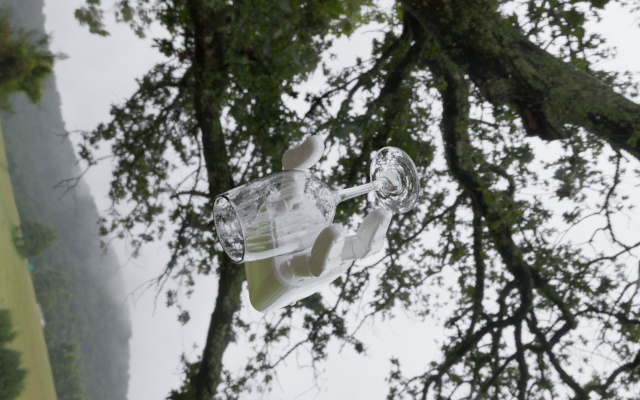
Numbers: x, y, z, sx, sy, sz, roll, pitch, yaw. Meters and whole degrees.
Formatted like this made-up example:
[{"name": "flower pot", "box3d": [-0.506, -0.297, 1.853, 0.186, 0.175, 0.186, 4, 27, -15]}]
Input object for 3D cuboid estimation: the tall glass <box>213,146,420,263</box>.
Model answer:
[{"name": "tall glass", "box3d": [0.001, 0.001, 0.466, 0.201, 0.079, 0.079, -16, 9, -33]}]
